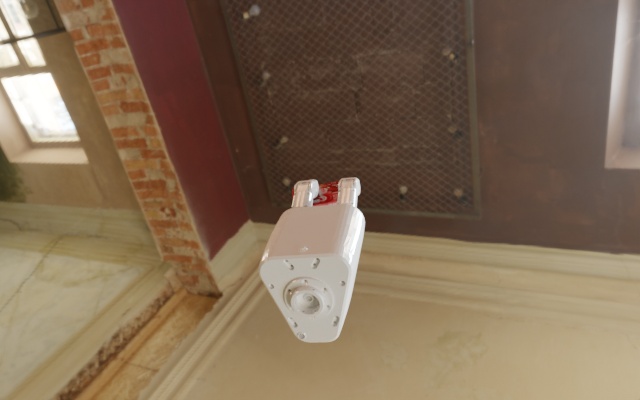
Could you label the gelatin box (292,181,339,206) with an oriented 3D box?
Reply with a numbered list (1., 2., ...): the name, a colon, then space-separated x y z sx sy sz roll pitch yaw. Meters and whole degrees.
1. gelatin box: 0.000 0.002 0.638 0.073 0.030 0.089 -10 18 1
